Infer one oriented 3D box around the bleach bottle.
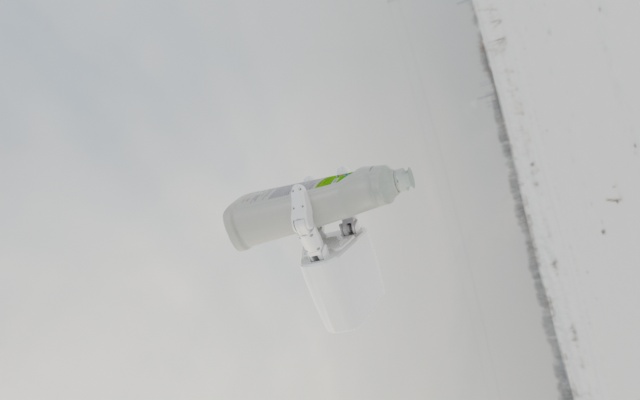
[{"bbox_3d":[0.000,0.002,0.642,0.251,0.068,0.102,-14,17,22],"label":"bleach bottle"}]
